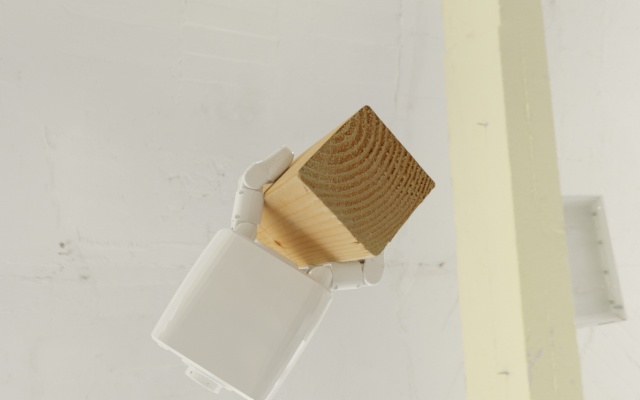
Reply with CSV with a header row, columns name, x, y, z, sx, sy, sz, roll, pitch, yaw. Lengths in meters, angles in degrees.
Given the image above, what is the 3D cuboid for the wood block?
name,x,y,z,sx,sy,sz,roll,pitch,yaw
wood block,0.000,0.002,0.461,0.090,0.091,0.206,-47,9,-24
